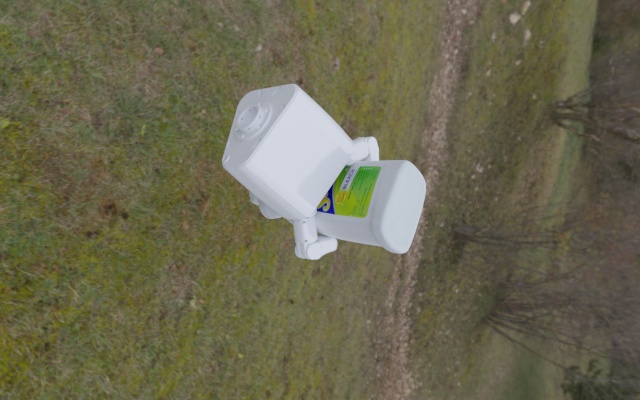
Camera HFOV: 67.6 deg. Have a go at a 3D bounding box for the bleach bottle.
[{"bbox_3d":[0.000,0.002,0.595,0.251,0.102,0.068,2,-28,42],"label":"bleach bottle"}]
